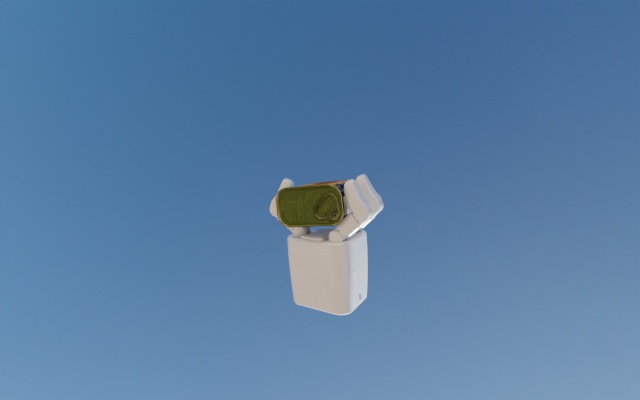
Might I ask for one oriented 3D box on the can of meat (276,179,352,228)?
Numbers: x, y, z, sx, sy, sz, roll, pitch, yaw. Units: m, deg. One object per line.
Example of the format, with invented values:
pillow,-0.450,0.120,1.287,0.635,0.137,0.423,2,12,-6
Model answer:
can of meat,0.000,0.002,0.695,0.102,0.057,0.084,-4,7,25
